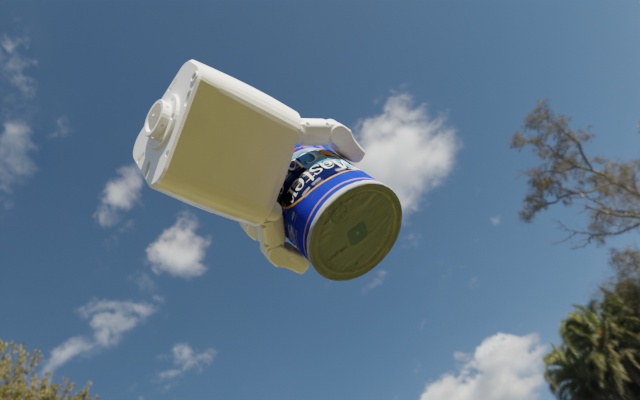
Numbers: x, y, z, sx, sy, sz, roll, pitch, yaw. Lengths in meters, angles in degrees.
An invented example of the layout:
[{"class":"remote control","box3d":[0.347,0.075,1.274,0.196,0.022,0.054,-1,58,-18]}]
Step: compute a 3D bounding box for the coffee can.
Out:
[{"class":"coffee can","box3d":[0.000,0.002,0.490,0.103,0.103,0.140,0,25,-34]}]
